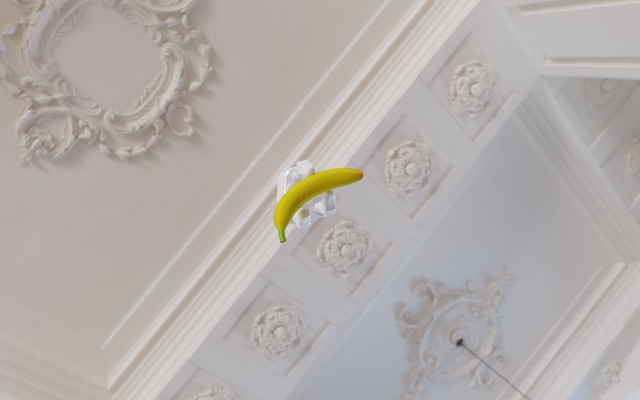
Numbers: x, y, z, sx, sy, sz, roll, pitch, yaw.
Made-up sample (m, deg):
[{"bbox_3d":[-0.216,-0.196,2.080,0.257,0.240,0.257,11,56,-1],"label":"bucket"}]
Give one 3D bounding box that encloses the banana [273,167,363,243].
[{"bbox_3d":[-0.015,-0.009,0.844,0.197,0.069,0.037,-40,-6,-15],"label":"banana"}]
